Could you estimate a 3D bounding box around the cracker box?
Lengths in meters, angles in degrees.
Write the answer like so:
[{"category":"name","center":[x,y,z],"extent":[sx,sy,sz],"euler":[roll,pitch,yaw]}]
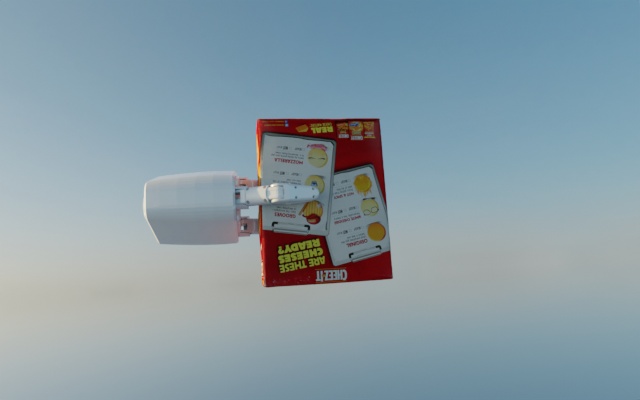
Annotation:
[{"category":"cracker box","center":[0.000,0.002,0.631],"extent":[0.164,0.213,0.072],"euler":[-2,-9,-9]}]
